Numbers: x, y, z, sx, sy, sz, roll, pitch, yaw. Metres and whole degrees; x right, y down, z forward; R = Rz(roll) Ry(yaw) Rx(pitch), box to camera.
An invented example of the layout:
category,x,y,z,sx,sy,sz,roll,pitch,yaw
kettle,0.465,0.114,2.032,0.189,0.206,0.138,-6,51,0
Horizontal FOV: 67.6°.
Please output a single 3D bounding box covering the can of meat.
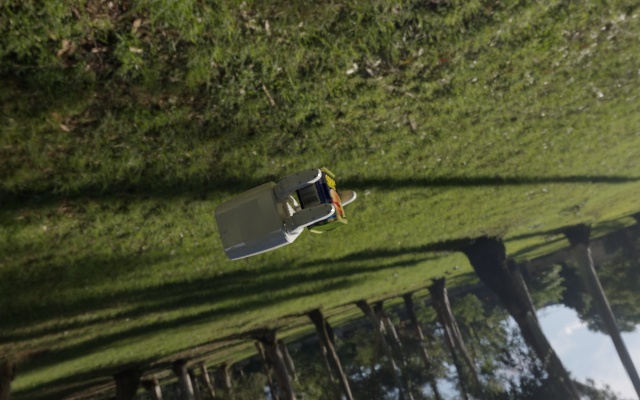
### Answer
category,x,y,z,sx,sy,sz,roll,pitch,yaw
can of meat,0.000,0.003,0.736,0.057,0.084,0.102,-19,-10,10
